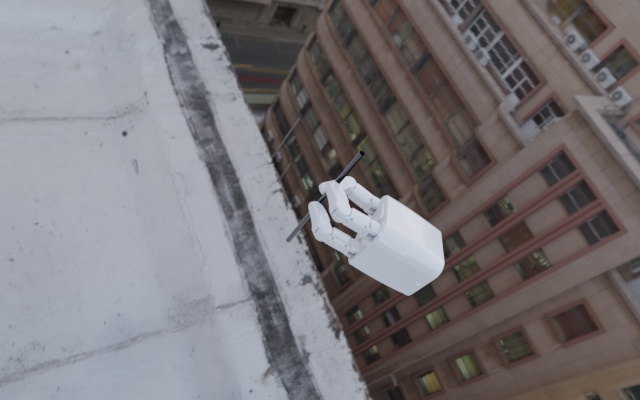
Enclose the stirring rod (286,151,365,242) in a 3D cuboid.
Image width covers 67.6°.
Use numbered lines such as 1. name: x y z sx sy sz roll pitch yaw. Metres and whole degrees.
1. stirring rod: 0.000 0.002 0.705 0.011 0.011 0.240 0 -32 -32
